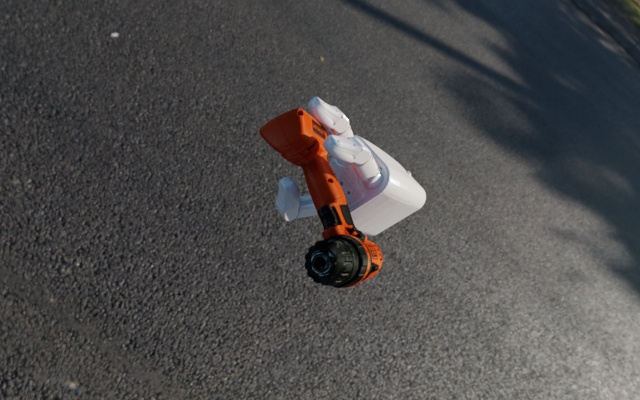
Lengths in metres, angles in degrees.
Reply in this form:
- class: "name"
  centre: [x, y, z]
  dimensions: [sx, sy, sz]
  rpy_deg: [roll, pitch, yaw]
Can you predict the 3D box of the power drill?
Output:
- class: "power drill"
  centre: [0.000, 0.001, 0.501]
  dimensions: [0.057, 0.187, 0.184]
  rpy_deg: [-24, -13, 12]
